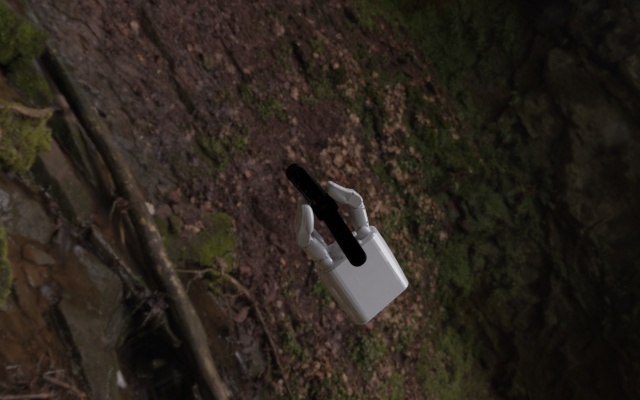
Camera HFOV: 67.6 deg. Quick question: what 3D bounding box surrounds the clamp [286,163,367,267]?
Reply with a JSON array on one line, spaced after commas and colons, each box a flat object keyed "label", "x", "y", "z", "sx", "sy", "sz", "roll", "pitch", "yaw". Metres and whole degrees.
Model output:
[{"label": "clamp", "x": 0.001, "y": 0.002, "z": 0.716, "sx": 0.036, "sy": 0.164, "sz": 0.210, "roll": -35, "pitch": 14, "yaw": 2}]
